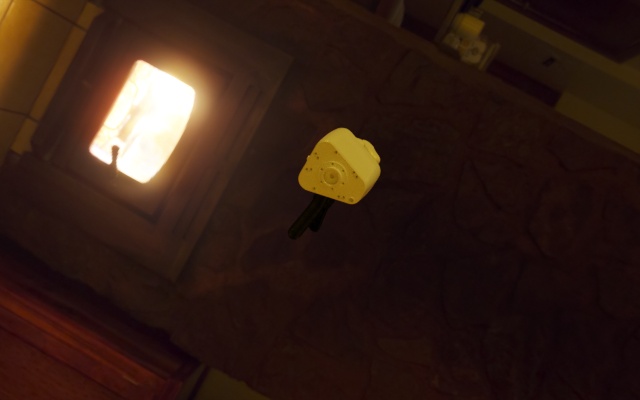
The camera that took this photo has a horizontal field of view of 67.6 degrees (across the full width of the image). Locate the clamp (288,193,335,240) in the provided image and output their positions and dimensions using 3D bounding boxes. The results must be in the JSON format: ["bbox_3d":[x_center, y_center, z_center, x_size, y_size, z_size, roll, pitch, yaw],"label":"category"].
[{"bbox_3d":[0.001,0.003,0.890,0.039,0.171,0.120,32,23,10],"label":"clamp"}]
